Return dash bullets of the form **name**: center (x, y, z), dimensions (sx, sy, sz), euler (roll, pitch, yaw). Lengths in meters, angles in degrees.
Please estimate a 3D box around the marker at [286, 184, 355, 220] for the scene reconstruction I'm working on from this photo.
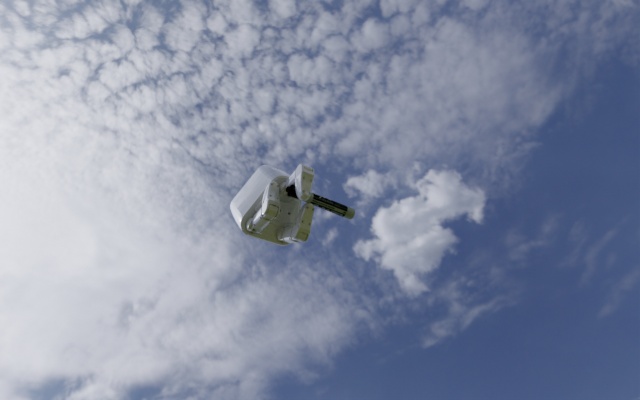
- **marker**: center (0.000, 0.002, 0.739), dimensions (0.121, 0.020, 0.020), euler (21, -10, -27)
